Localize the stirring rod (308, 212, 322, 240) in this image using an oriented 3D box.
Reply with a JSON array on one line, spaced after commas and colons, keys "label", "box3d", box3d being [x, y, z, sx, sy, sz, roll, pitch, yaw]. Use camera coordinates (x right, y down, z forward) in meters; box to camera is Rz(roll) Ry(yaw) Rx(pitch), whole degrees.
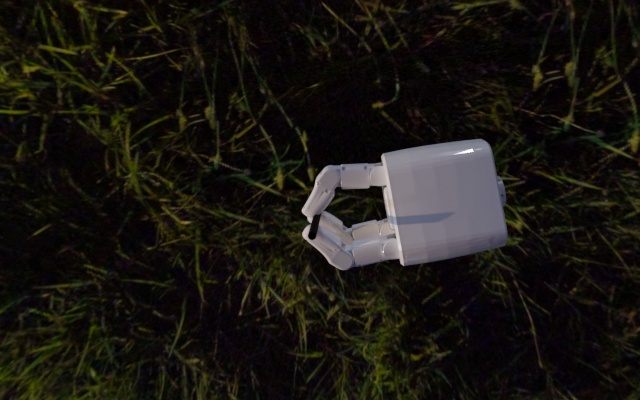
[{"label": "stirring rod", "box3d": [0.000, 0.002, 0.562, 0.011, 0.011, 0.239, 0, 15, 4]}]
